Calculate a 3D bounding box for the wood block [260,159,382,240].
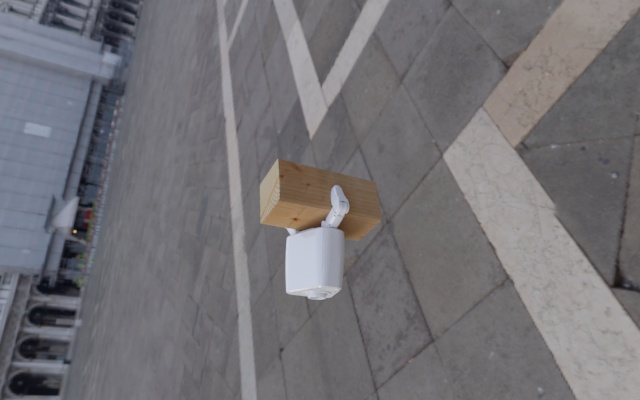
[{"bbox_3d":[0.000,0.003,0.892,0.206,0.090,0.091,12,-36,-25],"label":"wood block"}]
